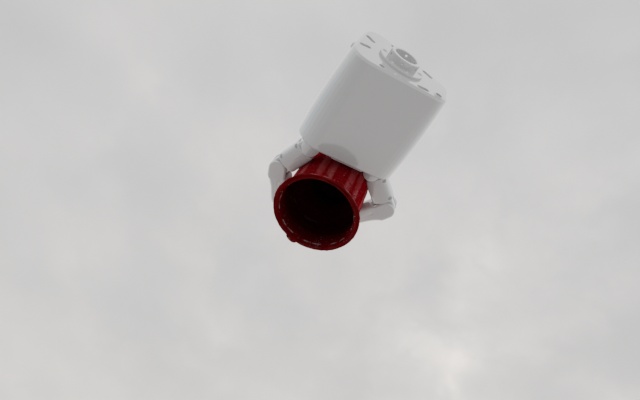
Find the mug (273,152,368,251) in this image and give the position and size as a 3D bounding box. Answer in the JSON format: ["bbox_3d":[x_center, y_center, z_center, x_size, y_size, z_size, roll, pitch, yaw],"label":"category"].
[{"bbox_3d":[-0.001,0.003,0.529,0.093,0.117,0.081,35,35,-4],"label":"mug"}]
